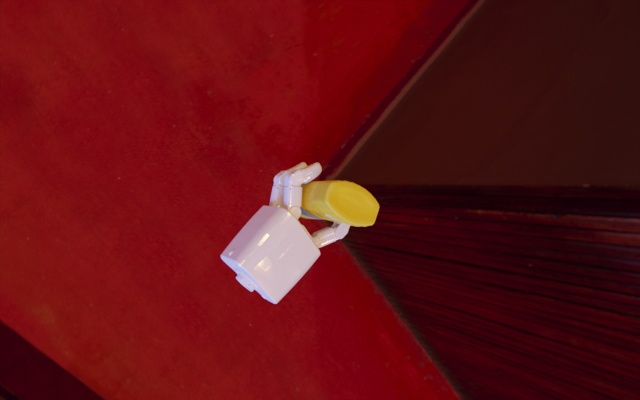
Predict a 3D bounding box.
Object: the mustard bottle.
[{"bbox_3d":[0.000,0.002,0.753,0.096,0.058,0.191,23,-10,-29],"label":"mustard bottle"}]
